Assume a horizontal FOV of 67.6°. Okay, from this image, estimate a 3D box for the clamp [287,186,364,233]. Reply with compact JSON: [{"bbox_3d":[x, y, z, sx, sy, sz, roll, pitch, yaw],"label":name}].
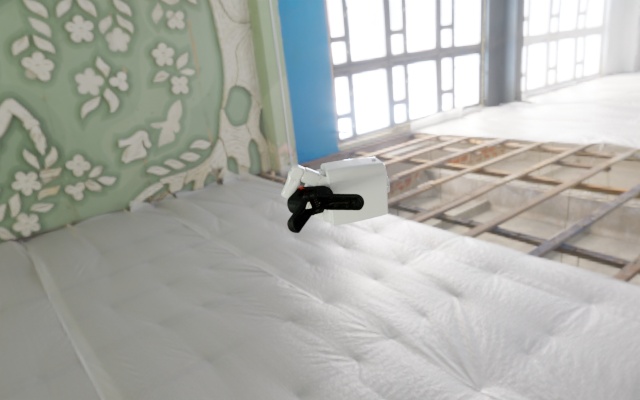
[{"bbox_3d":[0.000,0.003,0.770,0.120,0.039,0.171,-12,18,-5],"label":"clamp"}]
